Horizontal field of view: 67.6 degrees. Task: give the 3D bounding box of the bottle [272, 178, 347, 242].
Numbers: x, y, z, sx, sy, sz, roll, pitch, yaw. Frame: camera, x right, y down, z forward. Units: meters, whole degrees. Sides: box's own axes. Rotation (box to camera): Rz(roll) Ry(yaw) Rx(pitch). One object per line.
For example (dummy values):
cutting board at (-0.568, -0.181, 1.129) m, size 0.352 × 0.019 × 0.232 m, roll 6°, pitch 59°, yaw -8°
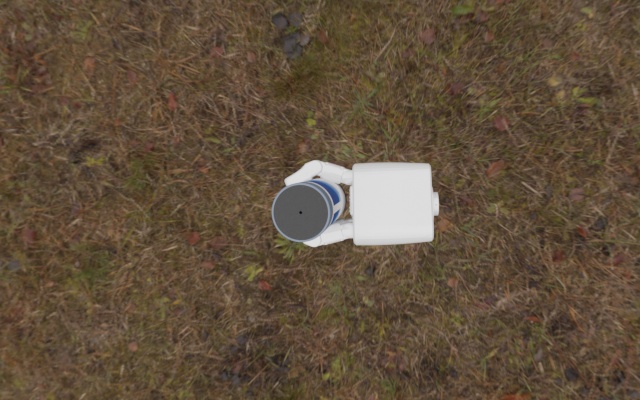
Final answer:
bottle at (0.000, 0.002, 0.672) m, size 0.069 × 0.069 × 0.295 m, roll 0°, pitch 4°, yaw 9°
